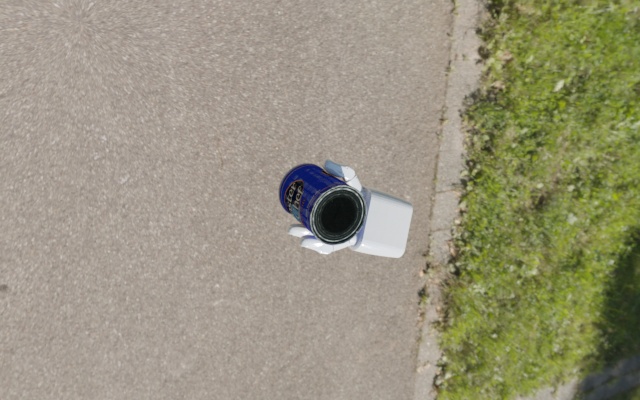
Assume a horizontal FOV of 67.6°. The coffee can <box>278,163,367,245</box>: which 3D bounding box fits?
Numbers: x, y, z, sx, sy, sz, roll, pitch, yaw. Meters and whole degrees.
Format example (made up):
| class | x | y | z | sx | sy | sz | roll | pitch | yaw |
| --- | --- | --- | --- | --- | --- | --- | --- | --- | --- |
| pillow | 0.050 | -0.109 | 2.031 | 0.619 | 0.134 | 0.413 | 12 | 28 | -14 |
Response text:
| class | x | y | z | sx | sy | sz | roll | pitch | yaw |
| --- | --- | --- | --- | --- | --- | --- | --- | --- | --- |
| coffee can | 0.000 | 0.003 | 0.816 | 0.103 | 0.103 | 0.140 | 0 | 18 | -27 |
